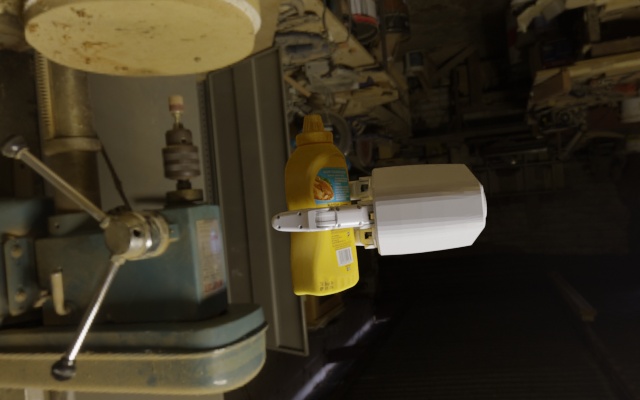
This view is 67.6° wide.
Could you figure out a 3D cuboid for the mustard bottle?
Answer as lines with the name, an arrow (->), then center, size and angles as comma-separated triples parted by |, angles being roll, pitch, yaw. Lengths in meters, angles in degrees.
mustard bottle -> 0.000, 0.002, 0.525 | 0.058, 0.191, 0.096 | -5, 0, 33
